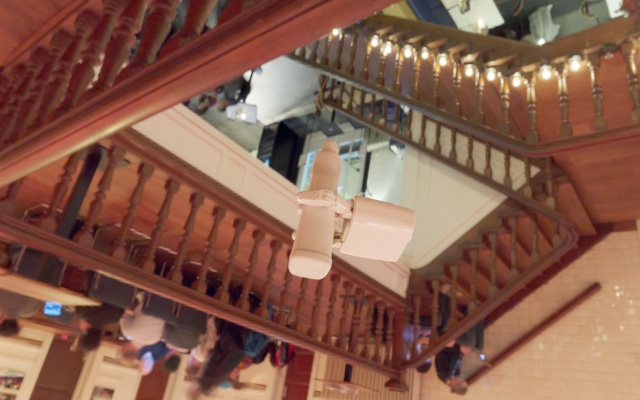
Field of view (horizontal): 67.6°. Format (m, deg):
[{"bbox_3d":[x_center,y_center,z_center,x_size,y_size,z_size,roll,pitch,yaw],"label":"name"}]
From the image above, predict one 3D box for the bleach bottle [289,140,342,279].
[{"bbox_3d":[0.000,0.003,0.831,0.068,0.250,0.103,12,-26,-3],"label":"bleach bottle"}]
